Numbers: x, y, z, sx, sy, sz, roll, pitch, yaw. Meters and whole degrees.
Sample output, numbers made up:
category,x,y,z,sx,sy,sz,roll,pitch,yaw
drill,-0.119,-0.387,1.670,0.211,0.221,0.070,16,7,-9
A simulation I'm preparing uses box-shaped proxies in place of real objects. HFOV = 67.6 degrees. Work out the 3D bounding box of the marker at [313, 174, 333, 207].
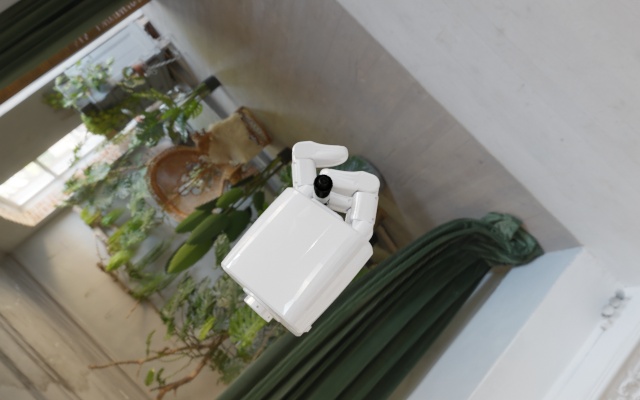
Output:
category,x,y,z,sx,sy,sz,roll,pitch,yaw
marker,0.000,0.002,0.502,0.020,0.020,0.121,0,-19,-3
